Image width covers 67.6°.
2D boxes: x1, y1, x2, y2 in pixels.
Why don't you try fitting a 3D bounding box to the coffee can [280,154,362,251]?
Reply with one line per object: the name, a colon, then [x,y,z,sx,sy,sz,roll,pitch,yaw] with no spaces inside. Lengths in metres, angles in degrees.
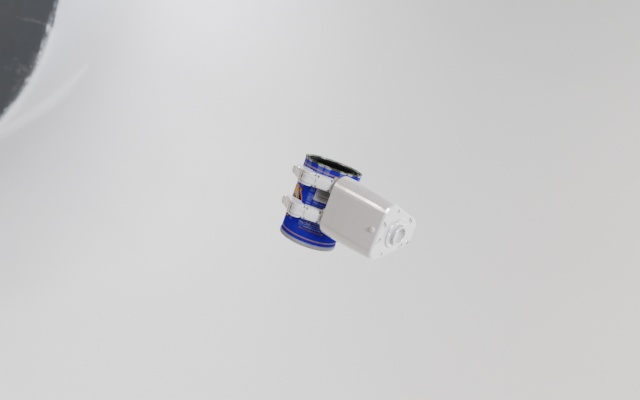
coffee can: [0.000,0.003,0.826,0.103,0.140,0.102,19,13,-4]
